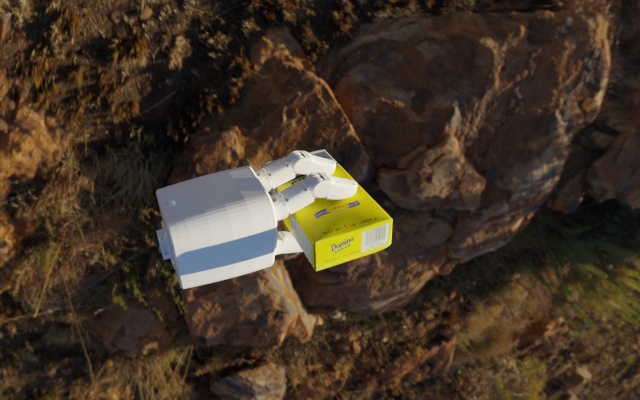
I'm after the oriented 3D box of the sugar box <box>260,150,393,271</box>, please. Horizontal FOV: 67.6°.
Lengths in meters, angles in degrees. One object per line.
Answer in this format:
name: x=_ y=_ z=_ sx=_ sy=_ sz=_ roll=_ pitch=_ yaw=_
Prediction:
sugar box: x=0.000 y=0.001 z=0.559 sx=0.093 sy=0.048 sz=0.176 roll=-15 pitch=39 yaw=-20
